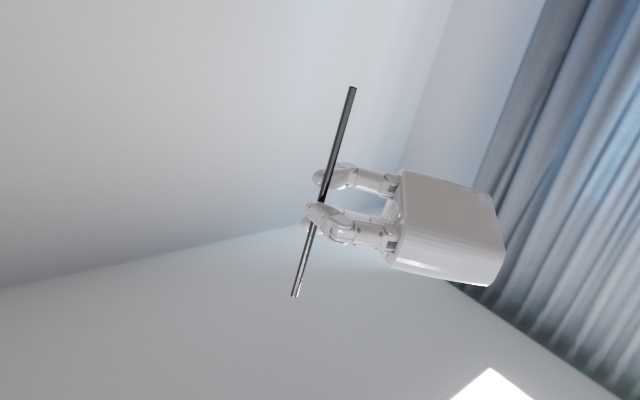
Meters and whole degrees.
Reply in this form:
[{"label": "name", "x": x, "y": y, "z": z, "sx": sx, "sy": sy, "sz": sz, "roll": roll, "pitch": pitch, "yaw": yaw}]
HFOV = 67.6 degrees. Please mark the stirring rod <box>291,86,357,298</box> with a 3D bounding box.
[{"label": "stirring rod", "x": 0.000, "y": 0.002, "z": 0.488, "sx": 0.011, "sy": 0.240, "sz": 0.011, "roll": 13, "pitch": 24, "yaw": -6}]
